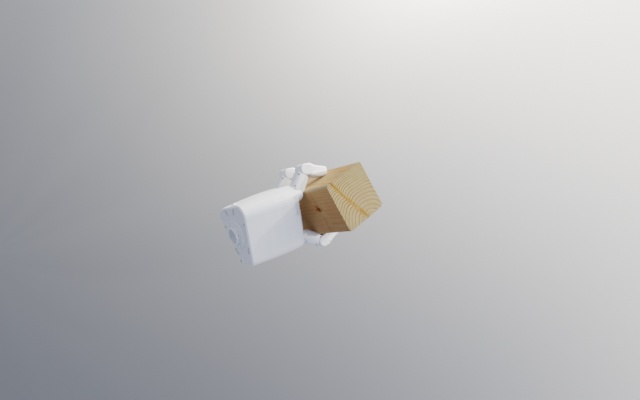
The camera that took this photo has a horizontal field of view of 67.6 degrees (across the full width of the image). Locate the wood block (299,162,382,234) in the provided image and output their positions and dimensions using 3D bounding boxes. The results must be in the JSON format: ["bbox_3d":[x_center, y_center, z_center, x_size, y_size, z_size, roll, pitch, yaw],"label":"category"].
[{"bbox_3d":[0.000,0.003,0.883,0.090,0.091,0.206,-37,16,-32],"label":"wood block"}]
